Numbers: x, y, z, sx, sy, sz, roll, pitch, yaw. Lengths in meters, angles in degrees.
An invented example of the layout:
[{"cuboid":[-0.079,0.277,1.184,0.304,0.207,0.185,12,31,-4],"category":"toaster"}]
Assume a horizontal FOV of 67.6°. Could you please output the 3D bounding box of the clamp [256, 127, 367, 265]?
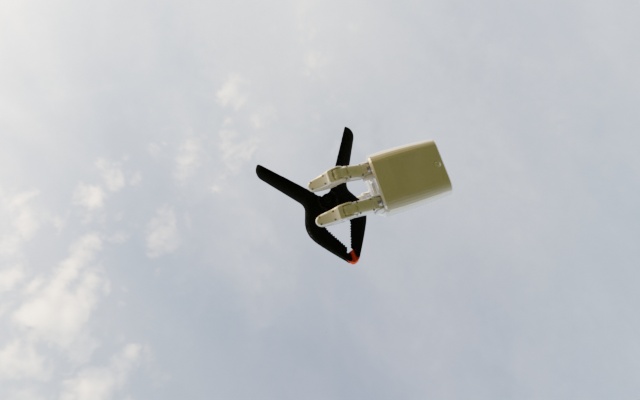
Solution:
[{"cuboid":[0.001,0.003,0.731,0.164,0.210,0.036,-18,-15,-1],"category":"clamp"}]
